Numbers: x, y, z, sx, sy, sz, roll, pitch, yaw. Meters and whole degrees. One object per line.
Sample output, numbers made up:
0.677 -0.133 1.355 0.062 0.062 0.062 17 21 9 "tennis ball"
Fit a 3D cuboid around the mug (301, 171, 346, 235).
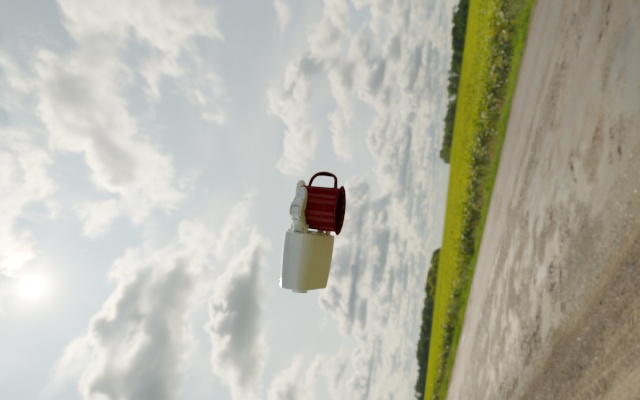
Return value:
0.000 0.001 0.897 0.081 0.117 0.093 6 -2 14 "mug"
